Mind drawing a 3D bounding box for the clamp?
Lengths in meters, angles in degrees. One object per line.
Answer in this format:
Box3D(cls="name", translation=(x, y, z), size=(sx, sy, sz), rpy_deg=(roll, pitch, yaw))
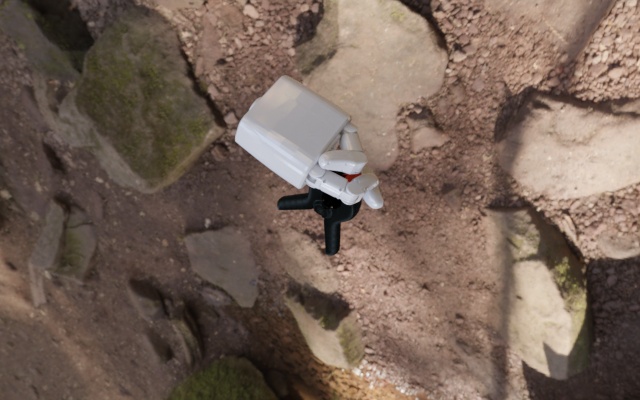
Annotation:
Box3D(cls="clamp", translation=(0.000, 0.003, 0.684), size=(0.120, 0.039, 0.172), rpy_deg=(33, -42, 5))
